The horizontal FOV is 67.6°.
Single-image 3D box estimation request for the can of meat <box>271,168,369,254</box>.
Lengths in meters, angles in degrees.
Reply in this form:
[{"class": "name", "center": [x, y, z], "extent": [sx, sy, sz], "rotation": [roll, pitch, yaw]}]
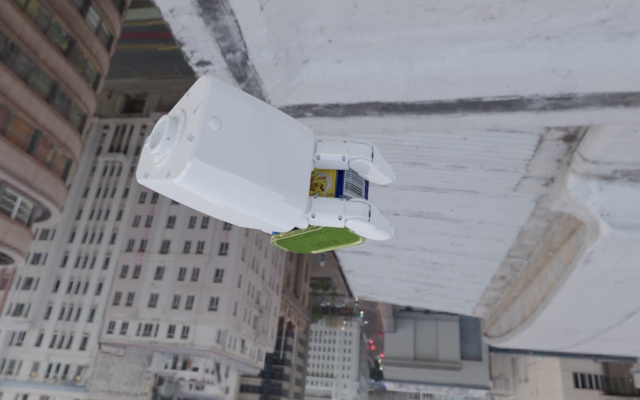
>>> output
[{"class": "can of meat", "center": [0.000, 0.002, 0.466], "extent": [0.102, 0.084, 0.057], "rotation": [-17, -33, 41]}]
